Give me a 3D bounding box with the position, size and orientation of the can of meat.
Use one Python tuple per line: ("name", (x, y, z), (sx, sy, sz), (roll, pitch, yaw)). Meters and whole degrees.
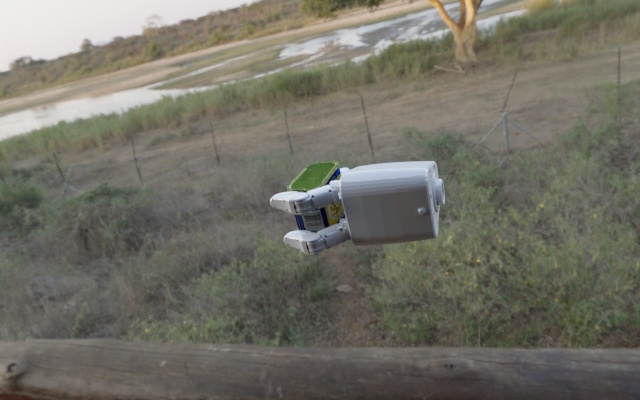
("can of meat", (0.000, 0.002, 0.655), (0.057, 0.084, 0.102), (-4, 25, 23))
